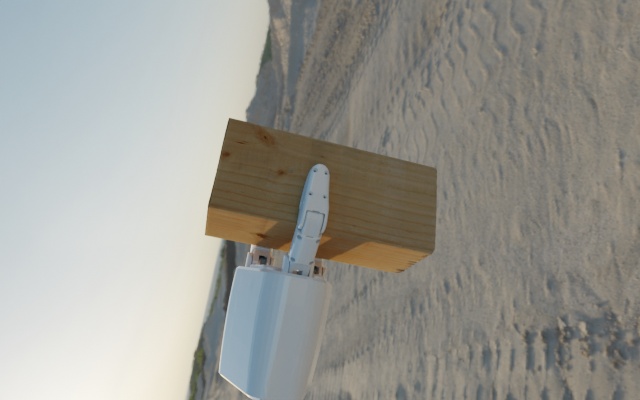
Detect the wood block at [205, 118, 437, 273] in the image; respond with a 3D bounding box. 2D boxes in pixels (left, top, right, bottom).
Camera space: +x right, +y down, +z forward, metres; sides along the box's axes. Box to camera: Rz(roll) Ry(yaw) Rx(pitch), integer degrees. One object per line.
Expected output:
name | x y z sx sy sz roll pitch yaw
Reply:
wood block | 0.000 0.002 0.470 0.206 0.090 0.091 12 -24 -10
